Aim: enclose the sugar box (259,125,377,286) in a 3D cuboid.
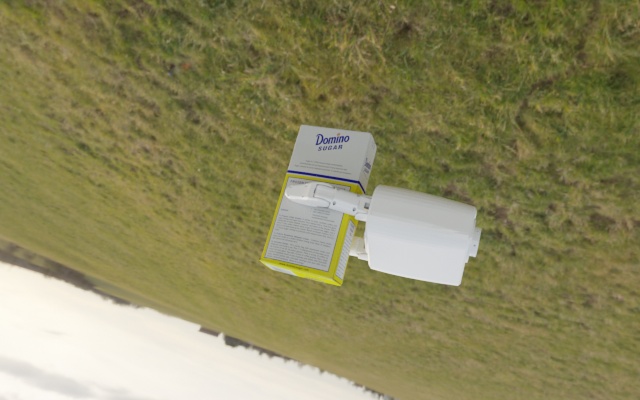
[{"bbox_3d":[0.000,0.002,0.559,0.093,0.176,0.048,11,-18,20],"label":"sugar box"}]
